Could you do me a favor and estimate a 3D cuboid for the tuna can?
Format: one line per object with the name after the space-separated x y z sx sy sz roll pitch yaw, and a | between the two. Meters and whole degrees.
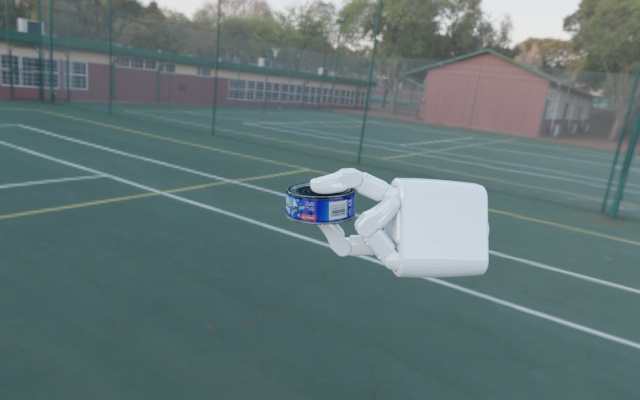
0.000 0.001 0.586 0.086 0.034 0.086 0 14 0 | tuna can
